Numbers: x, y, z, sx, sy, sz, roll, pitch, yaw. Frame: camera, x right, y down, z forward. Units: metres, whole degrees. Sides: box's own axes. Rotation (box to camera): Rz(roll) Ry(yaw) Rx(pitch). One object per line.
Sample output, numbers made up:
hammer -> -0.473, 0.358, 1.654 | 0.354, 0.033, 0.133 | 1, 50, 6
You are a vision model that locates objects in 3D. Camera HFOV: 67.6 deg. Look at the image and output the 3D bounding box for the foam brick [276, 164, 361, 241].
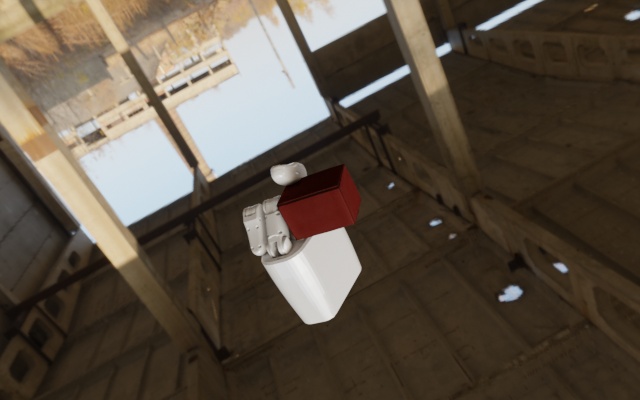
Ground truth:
foam brick -> 0.000, 0.002, 0.539 | 0.078, 0.051, 0.053 | -17, 27, 23
